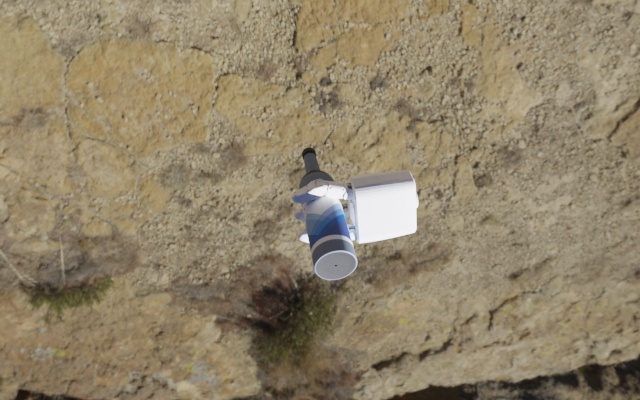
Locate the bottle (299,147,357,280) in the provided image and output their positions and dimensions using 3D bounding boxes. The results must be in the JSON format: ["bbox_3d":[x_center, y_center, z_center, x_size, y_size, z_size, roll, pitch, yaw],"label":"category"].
[{"bbox_3d":[0.000,0.003,0.827,0.069,0.069,0.295,0,41,-12],"label":"bottle"}]
